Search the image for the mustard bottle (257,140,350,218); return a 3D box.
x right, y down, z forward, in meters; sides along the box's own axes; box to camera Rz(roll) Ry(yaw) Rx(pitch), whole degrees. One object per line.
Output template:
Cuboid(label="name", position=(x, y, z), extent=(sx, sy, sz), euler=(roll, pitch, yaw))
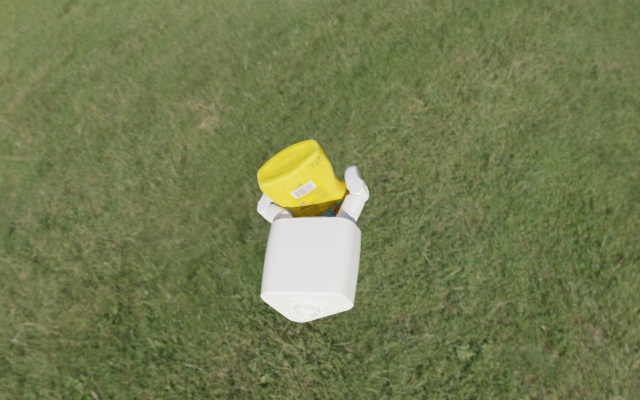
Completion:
Cuboid(label="mustard bottle", position=(0.000, 0.002, 0.683), extent=(0.096, 0.058, 0.192), euler=(-31, -45, 10))
